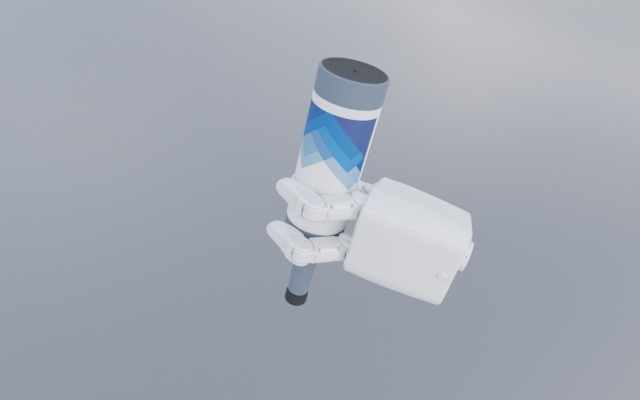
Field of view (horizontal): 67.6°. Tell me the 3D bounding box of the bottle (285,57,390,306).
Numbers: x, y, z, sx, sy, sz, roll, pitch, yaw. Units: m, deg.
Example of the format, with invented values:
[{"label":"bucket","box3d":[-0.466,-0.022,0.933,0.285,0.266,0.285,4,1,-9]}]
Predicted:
[{"label":"bottle","box3d":[0.000,0.001,0.512,0.069,0.296,0.069,10,33,-7]}]
